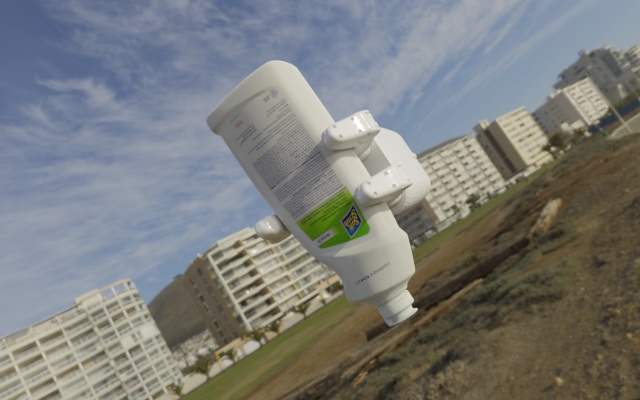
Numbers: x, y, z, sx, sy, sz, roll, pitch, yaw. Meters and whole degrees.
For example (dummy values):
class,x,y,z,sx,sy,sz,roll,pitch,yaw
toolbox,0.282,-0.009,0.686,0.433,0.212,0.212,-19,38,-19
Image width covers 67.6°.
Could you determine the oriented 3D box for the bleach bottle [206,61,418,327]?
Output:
class,x,y,z,sx,sy,sz,roll,pitch,yaw
bleach bottle,0.000,0.001,0.436,0.102,0.251,0.068,-36,-10,24
